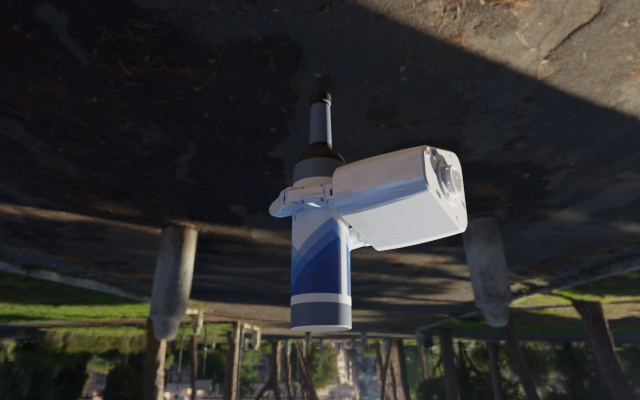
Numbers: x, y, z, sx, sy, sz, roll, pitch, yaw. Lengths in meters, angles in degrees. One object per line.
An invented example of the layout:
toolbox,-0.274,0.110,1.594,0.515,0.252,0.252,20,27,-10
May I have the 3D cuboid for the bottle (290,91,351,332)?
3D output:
bottle,0.000,0.002,0.570,0.069,0.295,0.069,0,-21,0
